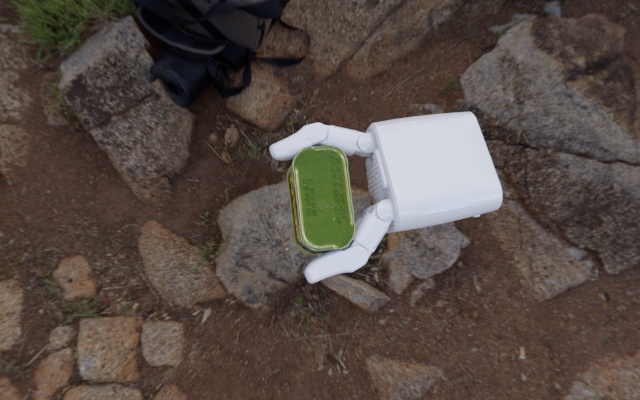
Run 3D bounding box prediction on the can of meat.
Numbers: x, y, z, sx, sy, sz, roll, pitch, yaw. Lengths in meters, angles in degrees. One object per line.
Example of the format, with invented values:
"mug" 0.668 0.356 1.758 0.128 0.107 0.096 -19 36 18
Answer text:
"can of meat" 0.000 0.001 0.469 0.057 0.102 0.084 -7 -5 -6
